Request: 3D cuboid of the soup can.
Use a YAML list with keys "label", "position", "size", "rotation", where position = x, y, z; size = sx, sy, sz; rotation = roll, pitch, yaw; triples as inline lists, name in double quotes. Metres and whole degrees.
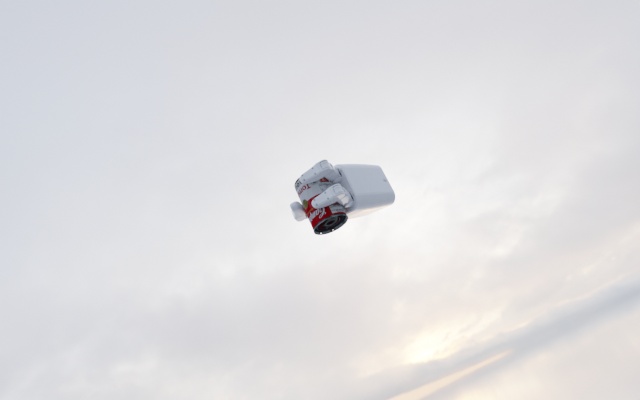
- label: "soup can"
  position: [0.000, 0.003, 0.878]
  size: [0.068, 0.102, 0.068]
  rotation: [-20, -25, -10]
